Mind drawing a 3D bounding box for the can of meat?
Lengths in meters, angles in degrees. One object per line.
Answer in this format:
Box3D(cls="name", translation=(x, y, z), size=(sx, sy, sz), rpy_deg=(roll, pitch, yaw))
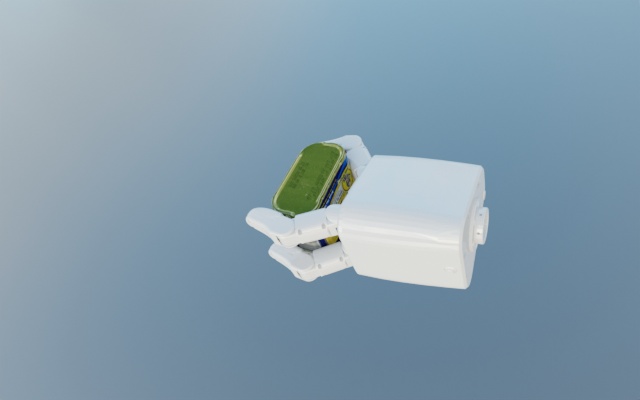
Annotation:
Box3D(cls="can of meat", translation=(0.000, 0.001, 0.500), size=(0.057, 0.102, 0.084), rpy_deg=(10, -34, 28))
